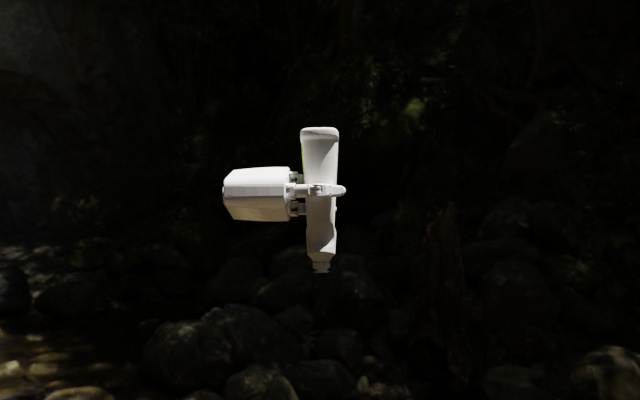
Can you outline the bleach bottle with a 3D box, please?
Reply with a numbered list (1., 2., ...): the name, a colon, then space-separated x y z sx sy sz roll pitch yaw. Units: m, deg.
1. bleach bottle: 0.000 0.003 0.854 0.068 0.251 0.102 -1 -3 2
